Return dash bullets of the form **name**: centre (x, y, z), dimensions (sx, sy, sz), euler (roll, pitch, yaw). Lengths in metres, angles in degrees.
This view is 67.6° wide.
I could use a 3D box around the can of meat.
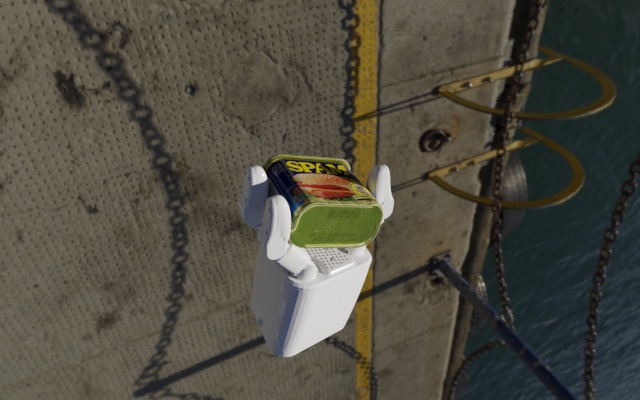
- **can of meat**: centre (0.000, 0.002, 0.466), dimensions (0.102, 0.057, 0.084), euler (2, 33, -30)
